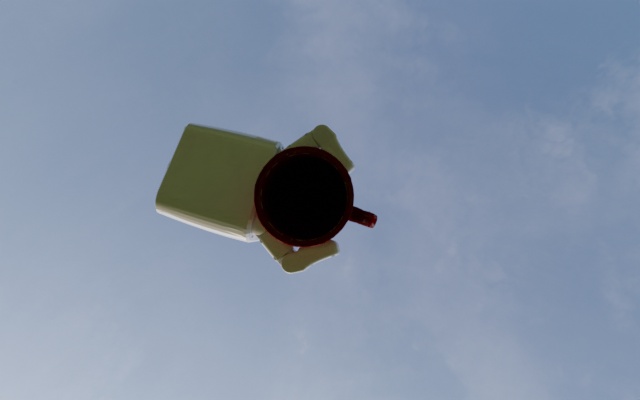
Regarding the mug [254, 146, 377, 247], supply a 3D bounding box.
[{"bbox_3d":[0.001,0.002,0.474,0.117,0.093,0.081,17,-1,7],"label":"mug"}]
